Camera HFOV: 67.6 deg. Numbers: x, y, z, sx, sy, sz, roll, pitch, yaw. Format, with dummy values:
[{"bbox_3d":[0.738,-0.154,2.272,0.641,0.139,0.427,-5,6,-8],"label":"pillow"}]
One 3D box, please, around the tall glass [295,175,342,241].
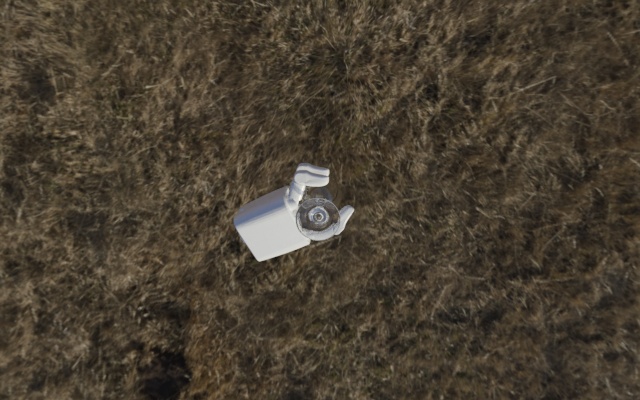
[{"bbox_3d":[0.000,0.003,0.873,0.079,0.079,0.201,0,17,3],"label":"tall glass"}]
